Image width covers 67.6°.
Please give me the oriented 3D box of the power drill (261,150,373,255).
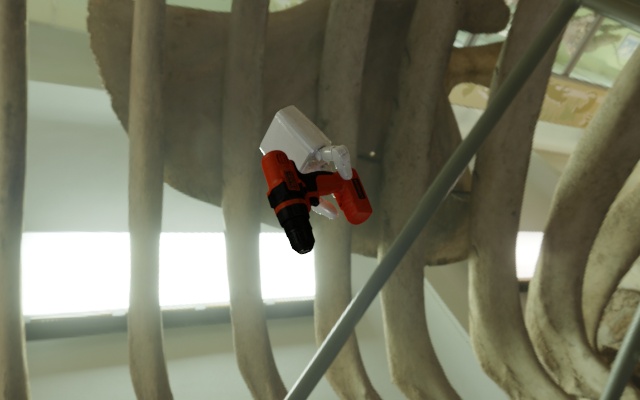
[{"bbox_3d":[0.000,0.002,0.803,0.187,0.184,0.057,3,-31,-43],"label":"power drill"}]
